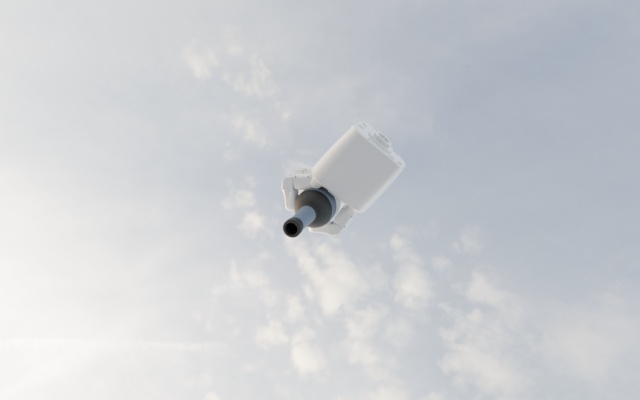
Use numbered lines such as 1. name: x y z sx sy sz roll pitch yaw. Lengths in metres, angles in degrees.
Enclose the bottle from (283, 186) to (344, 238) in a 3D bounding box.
1. bottle: 0.000 0.003 0.816 0.069 0.069 0.295 0 15 17
